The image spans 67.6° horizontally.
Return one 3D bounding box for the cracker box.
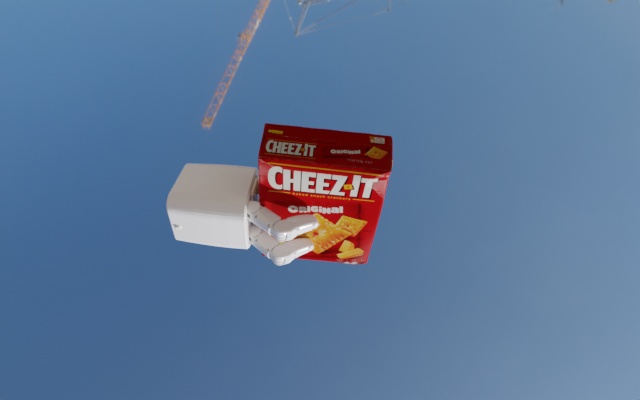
[{"bbox_3d":[0.000,0.002,0.662,0.164,0.072,0.214,5,-39,-1],"label":"cracker box"}]
